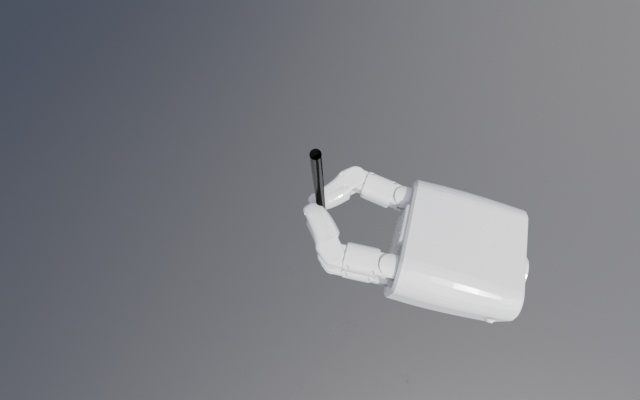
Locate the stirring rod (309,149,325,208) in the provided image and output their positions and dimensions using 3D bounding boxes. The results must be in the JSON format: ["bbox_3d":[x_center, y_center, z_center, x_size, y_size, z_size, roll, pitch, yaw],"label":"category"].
[{"bbox_3d":[0.000,0.001,0.423,0.011,0.011,0.239,0,-15,2],"label":"stirring rod"}]
